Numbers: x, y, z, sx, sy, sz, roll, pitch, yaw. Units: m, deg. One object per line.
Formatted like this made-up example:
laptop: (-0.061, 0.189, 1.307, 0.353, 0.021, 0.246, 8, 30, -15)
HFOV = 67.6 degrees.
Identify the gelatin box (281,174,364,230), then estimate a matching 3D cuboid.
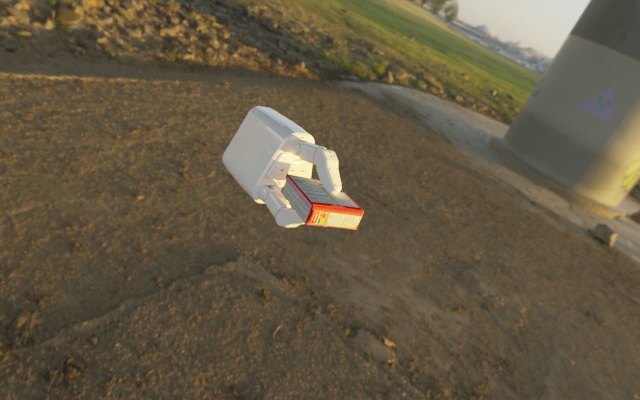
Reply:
gelatin box: (0.000, 0.002, 0.599, 0.073, 0.030, 0.089, 8, 22, -31)
